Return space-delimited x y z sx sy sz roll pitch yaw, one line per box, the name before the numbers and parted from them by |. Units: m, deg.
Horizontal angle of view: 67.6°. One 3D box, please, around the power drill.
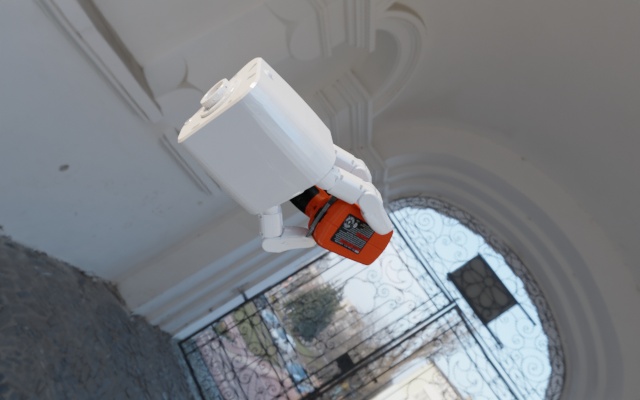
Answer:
power drill | 0.000 0.002 0.577 0.184 0.057 0.187 27 9 -44
